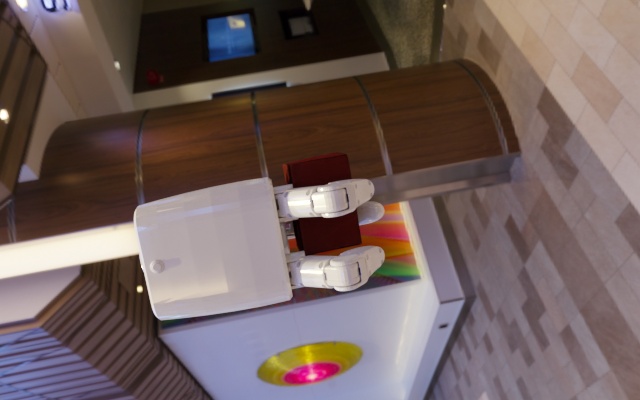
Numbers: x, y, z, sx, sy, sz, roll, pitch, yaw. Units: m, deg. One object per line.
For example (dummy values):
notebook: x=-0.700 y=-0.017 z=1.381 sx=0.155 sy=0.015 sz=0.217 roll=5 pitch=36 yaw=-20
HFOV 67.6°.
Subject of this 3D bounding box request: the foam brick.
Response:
foam brick: x=0.000 y=0.001 z=0.407 sx=0.051 sy=0.078 sz=0.053 roll=-10 pitch=6 yaw=-6
